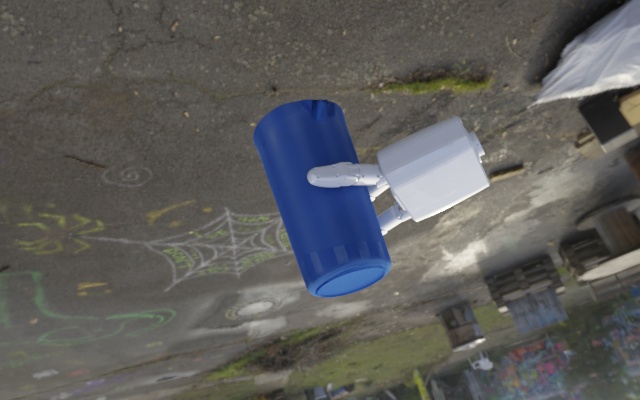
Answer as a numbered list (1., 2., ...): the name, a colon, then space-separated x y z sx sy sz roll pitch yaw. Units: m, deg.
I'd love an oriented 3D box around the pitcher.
1. pitcher: 0.000 0.002 0.634 0.145 0.242 0.149 -26 -27 15
